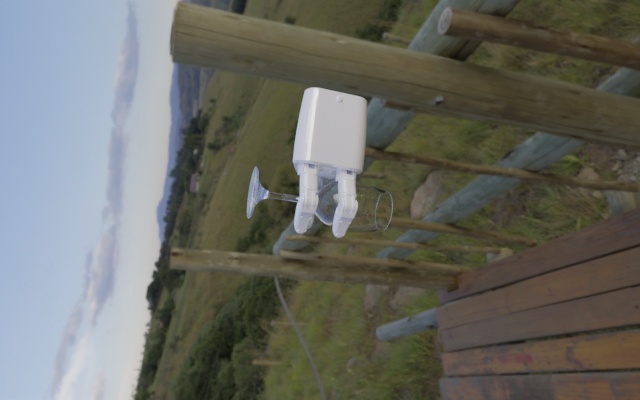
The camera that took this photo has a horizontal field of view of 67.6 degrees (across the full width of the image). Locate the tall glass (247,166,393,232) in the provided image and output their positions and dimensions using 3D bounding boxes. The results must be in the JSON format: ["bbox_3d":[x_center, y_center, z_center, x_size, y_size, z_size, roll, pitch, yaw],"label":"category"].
[{"bbox_3d":[-0.001,0.002,0.688,0.201,0.079,0.079,9,-2,-16],"label":"tall glass"}]
